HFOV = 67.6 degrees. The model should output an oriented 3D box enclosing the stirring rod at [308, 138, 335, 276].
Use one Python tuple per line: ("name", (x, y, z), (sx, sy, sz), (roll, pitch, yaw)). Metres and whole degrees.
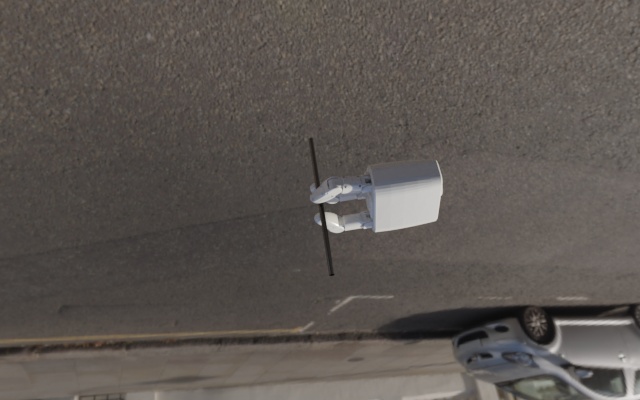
("stirring rod", (0.000, 0.002, 0.744), (0.011, 0.239, 0.011), (-7, -28, -4))
